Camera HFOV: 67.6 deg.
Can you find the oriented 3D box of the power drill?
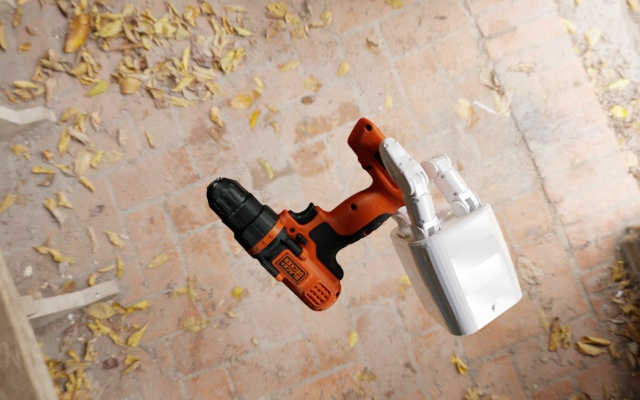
[{"bbox_3d":[0.001,0.002,0.504,0.187,0.184,0.057,-42,15,6],"label":"power drill"}]
